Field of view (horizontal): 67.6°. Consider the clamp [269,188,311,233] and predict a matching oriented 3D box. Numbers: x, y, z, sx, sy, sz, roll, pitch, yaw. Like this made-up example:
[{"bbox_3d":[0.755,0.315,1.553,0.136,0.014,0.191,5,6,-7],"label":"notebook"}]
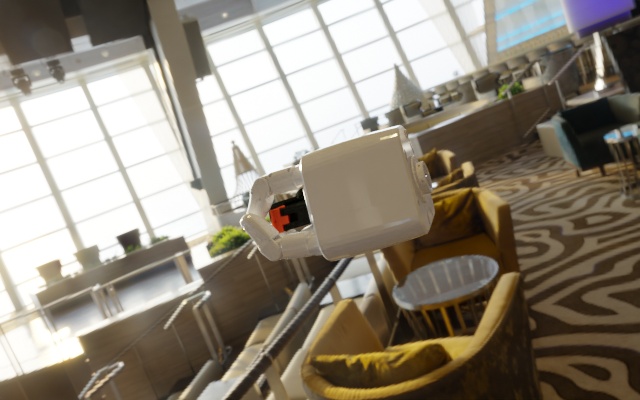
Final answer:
[{"bbox_3d":[0.000,0.001,0.582,0.120,0.039,0.171,-16,9,22],"label":"clamp"}]
